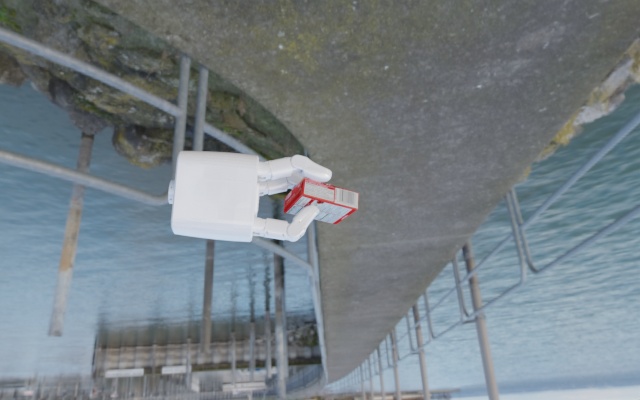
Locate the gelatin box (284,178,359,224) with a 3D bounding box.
[{"bbox_3d":[0.000,0.003,0.691,0.089,0.030,0.073,15,-26,-19],"label":"gelatin box"}]
